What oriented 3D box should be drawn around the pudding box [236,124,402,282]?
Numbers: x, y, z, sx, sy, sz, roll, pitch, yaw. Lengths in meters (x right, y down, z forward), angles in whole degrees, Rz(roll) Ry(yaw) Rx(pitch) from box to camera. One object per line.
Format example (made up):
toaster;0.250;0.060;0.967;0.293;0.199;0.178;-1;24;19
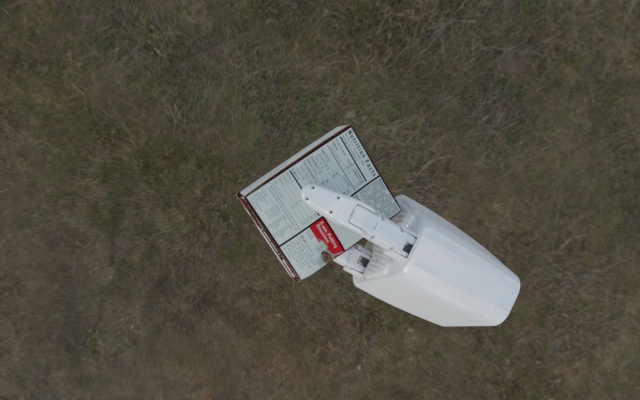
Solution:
pudding box;0.000;0.001;0.408;0.113;0.090;0.039;-35;12;-12
